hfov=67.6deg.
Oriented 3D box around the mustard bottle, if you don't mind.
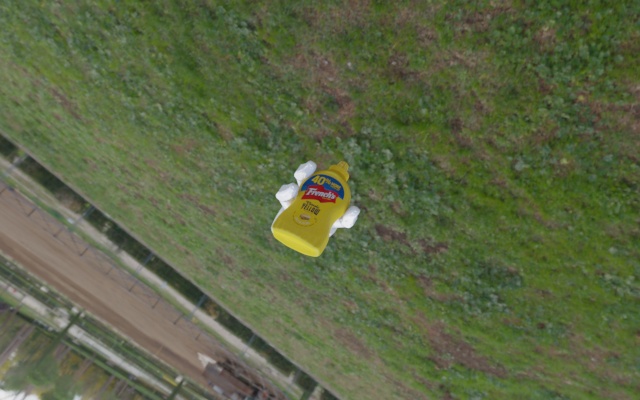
[{"bbox_3d":[0.000,0.003,0.860,0.096,0.191,0.058,23,-30,18],"label":"mustard bottle"}]
